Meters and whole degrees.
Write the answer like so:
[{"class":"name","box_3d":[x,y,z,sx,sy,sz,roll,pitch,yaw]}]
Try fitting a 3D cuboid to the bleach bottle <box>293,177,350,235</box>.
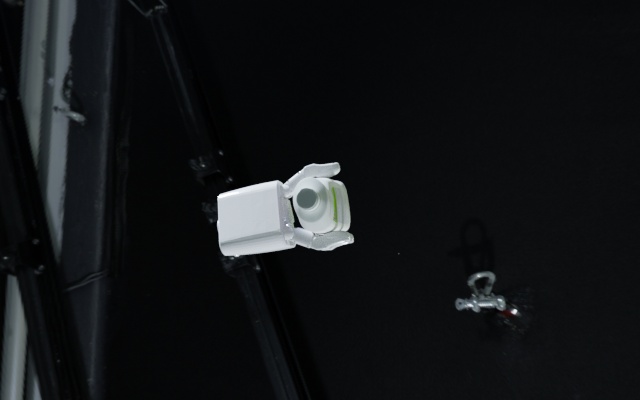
[{"class":"bleach bottle","box_3d":[0.000,0.003,0.758,0.068,0.102,0.251,-10,-8,8]}]
